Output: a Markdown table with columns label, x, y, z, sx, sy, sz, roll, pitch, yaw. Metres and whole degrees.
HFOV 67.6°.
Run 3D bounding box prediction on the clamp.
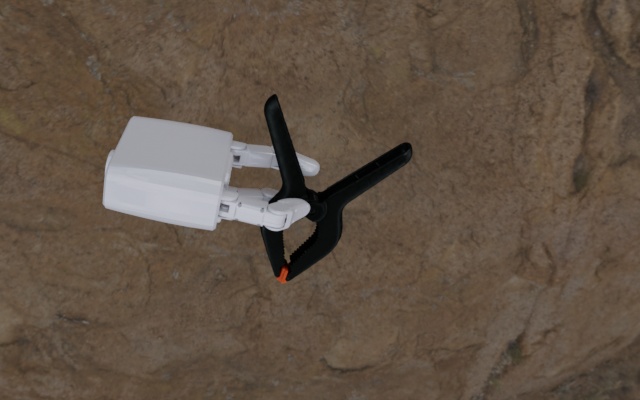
| label | x | y | z | sx | sy | sz | roll | pitch | yaw |
| --- | --- | --- | --- | --- | --- | --- | --- | --- | --- |
| clamp | 0.000 | 0.003 | 0.530 | 0.164 | 0.210 | 0.036 | 12 | 23 | -10 |
